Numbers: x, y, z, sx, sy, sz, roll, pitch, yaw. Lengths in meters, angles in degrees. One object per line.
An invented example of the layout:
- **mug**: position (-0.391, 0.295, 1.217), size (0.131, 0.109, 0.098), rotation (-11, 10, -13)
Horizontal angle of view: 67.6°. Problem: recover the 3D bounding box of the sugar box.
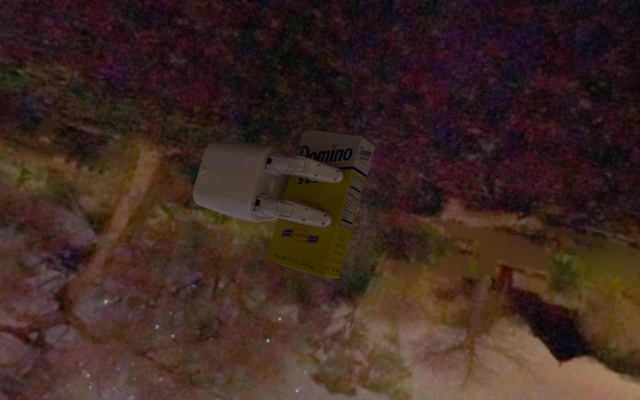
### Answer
- **sugar box**: position (0.000, 0.002, 0.601), size (0.093, 0.176, 0.048), rotation (11, -6, 34)
